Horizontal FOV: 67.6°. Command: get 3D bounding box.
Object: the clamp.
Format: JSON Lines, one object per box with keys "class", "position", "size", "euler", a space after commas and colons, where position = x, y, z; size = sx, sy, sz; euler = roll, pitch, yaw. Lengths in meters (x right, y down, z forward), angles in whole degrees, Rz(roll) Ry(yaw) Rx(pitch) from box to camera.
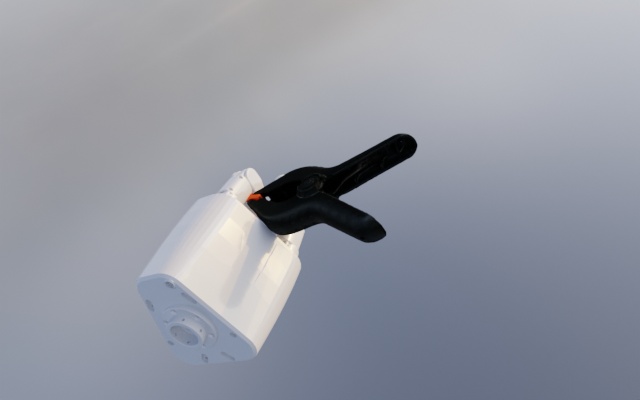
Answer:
{"class": "clamp", "position": [0.000, 0.001, 0.423], "size": [0.171, 0.039, 0.120], "euler": [-18, 28, 30]}
